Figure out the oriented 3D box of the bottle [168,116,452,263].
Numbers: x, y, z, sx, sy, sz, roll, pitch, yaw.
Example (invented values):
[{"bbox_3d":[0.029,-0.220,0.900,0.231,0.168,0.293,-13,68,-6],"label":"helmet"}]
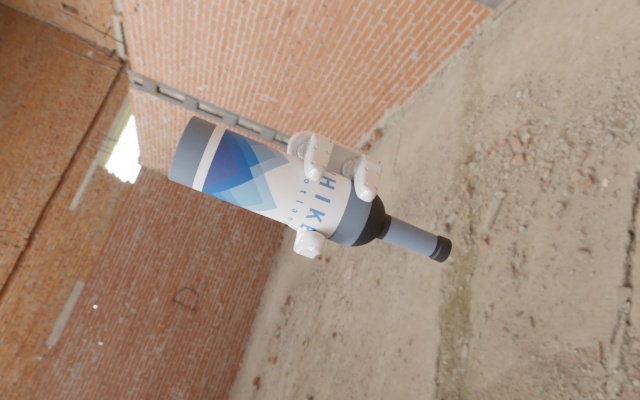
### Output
[{"bbox_3d":[0.000,0.002,0.488,0.296,0.069,0.069,21,-4,-11],"label":"bottle"}]
